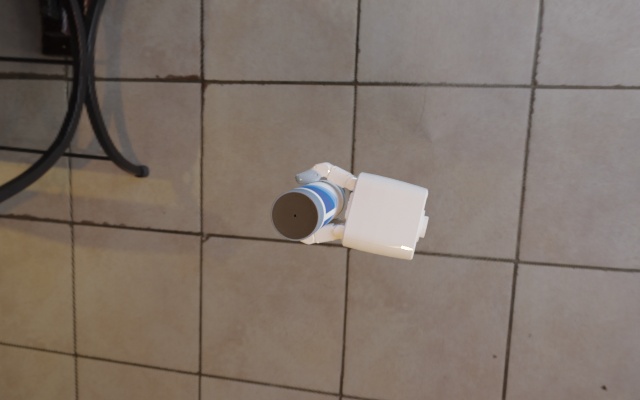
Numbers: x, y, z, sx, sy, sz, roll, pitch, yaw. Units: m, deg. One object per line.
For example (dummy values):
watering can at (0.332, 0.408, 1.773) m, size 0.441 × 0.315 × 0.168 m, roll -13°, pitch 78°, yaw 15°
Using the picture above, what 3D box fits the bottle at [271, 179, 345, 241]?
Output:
bottle at (0.000, 0.002, 0.755) m, size 0.069 × 0.069 × 0.295 m, roll 0°, pitch 7°, yaw 13°
